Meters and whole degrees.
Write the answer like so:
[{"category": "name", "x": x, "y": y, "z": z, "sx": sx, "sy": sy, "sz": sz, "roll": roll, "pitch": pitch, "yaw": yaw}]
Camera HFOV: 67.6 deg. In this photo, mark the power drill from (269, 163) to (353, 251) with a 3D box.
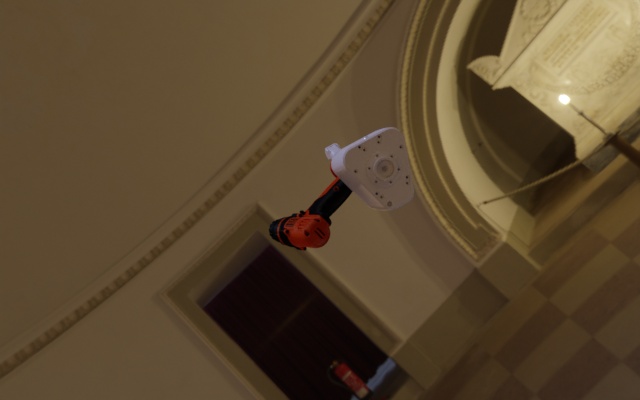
[{"category": "power drill", "x": 0.000, "y": 0.002, "z": 0.809, "sx": 0.057, "sy": 0.187, "sz": 0.184, "roll": 44, "pitch": -19, "yaw": -20}]
